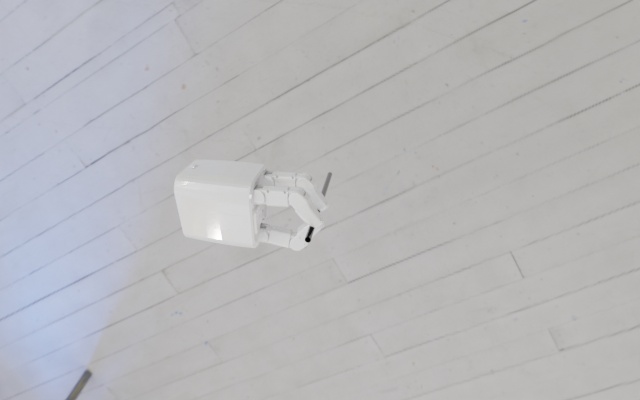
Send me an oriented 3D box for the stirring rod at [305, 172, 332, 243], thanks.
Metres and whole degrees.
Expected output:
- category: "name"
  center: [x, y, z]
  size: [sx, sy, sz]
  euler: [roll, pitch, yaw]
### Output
- category: "stirring rod"
  center: [0.000, 0.002, 0.707]
  size: [0.011, 0.011, 0.239]
  euler: [0, 23, 8]
